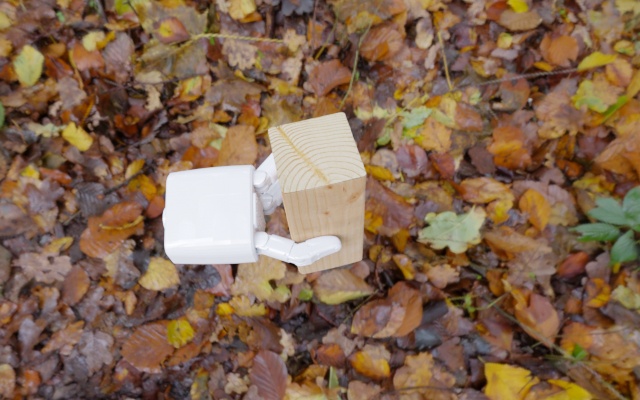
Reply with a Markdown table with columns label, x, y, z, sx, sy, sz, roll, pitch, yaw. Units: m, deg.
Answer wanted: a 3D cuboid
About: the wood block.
| label | x | y | z | sx | sy | sz | roll | pitch | yaw |
| --- | --- | --- | --- | --- | --- | --- | --- | --- | --- |
| wood block | 0.000 | 0.002 | 0.588 | 0.090 | 0.090 | 0.206 | -13 | -31 | -4 |
